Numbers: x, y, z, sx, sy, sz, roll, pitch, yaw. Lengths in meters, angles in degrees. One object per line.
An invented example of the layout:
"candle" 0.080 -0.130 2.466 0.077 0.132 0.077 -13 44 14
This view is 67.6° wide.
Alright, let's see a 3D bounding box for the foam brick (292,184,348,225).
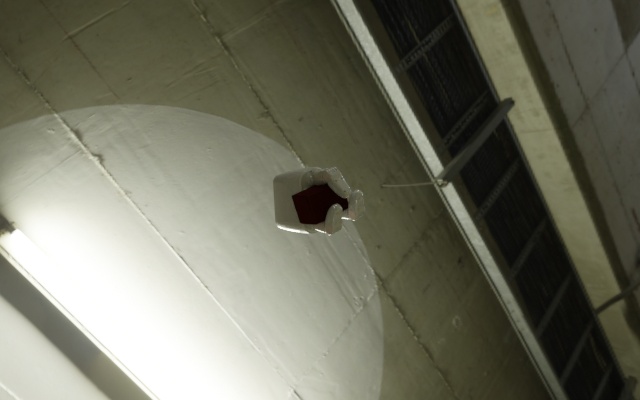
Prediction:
"foam brick" 0.000 0.003 0.810 0.078 0.053 0.051 -25 14 -32
